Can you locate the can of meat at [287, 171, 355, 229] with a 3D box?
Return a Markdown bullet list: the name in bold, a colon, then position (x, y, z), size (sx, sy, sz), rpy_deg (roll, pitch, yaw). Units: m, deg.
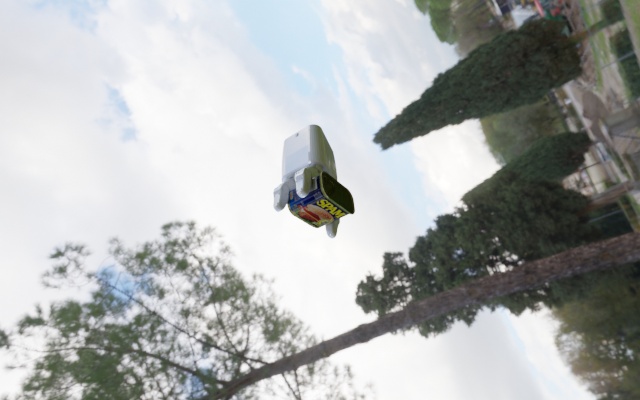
- **can of meat**: position (0.000, 0.003, 0.876), size (0.084, 0.057, 0.102), rpy_deg (-26, -40, 27)
